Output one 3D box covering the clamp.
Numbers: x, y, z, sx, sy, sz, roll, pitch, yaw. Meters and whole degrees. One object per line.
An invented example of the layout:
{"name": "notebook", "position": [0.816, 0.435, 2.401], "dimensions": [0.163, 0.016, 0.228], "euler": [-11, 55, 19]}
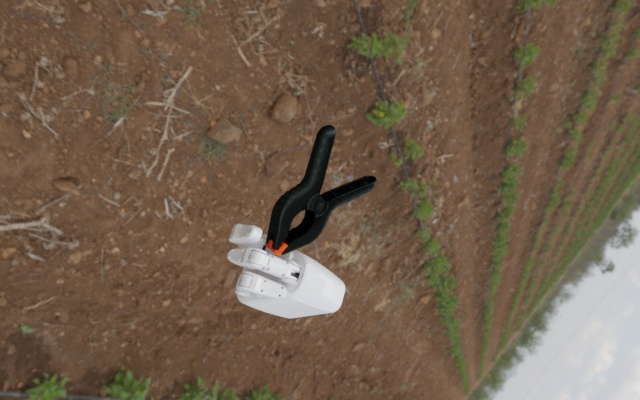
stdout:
{"name": "clamp", "position": [0.000, 0.002, 0.614], "dimensions": [0.120, 0.171, 0.039], "euler": [34, 1, -33]}
